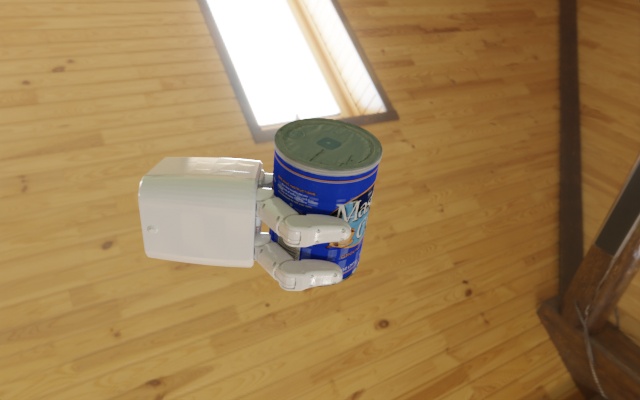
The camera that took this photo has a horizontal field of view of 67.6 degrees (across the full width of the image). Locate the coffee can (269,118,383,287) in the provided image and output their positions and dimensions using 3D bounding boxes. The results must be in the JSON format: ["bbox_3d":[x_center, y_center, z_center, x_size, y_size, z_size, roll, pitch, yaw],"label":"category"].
[{"bbox_3d":[0.000,0.001,0.487,0.103,0.140,0.102,5,35,-4],"label":"coffee can"}]
